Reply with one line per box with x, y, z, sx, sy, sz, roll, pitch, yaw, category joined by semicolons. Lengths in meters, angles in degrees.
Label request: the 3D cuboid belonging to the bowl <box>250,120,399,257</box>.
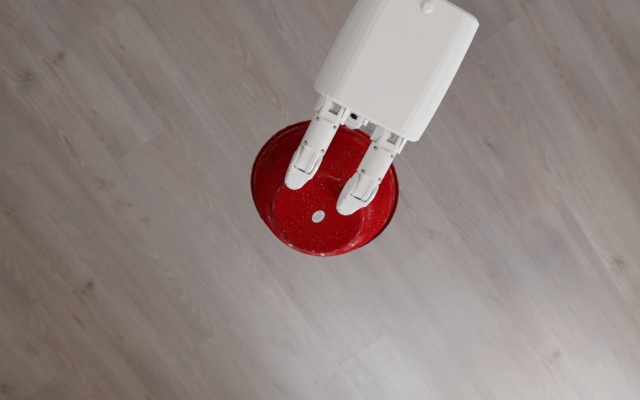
0.000;0.003;0.494;0.162;0.162;0.055;0;28;8;bowl
